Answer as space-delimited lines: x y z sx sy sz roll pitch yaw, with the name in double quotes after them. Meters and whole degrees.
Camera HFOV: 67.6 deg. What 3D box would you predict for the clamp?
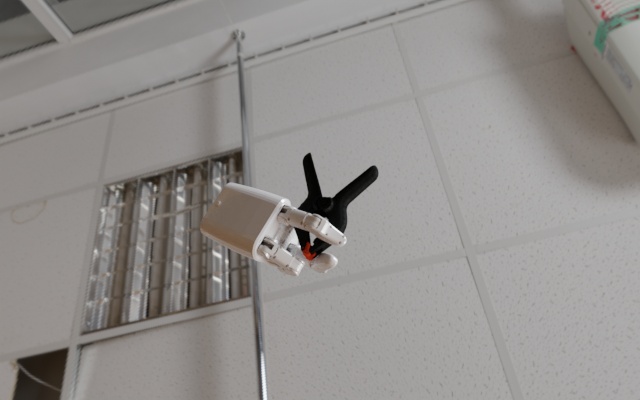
0.000 0.003 0.710 0.120 0.171 0.039 19 -24 26 "clamp"
